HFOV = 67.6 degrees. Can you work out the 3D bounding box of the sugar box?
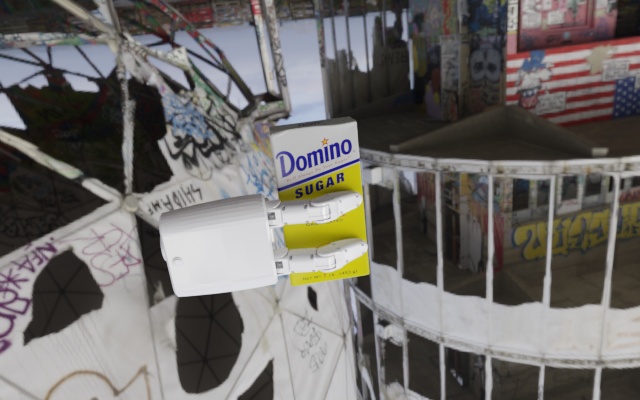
[{"bbox_3d":[0.000,0.002,0.528,0.093,0.176,0.048,-9,19,-5],"label":"sugar box"}]
